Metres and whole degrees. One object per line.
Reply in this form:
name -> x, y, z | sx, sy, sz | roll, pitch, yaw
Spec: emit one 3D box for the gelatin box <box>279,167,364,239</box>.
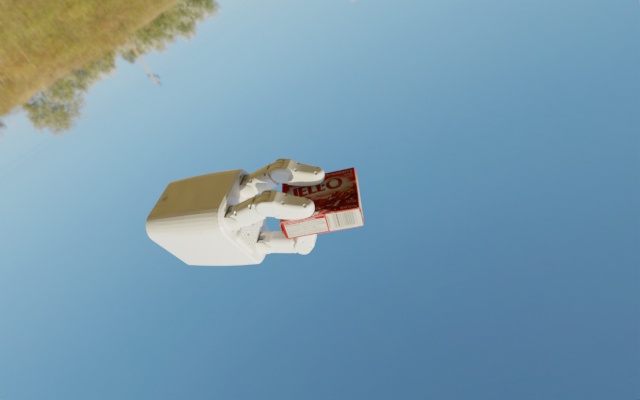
gelatin box -> 0.001, 0.002, 0.535 | 0.089, 0.030, 0.073 | -10, 39, 7
